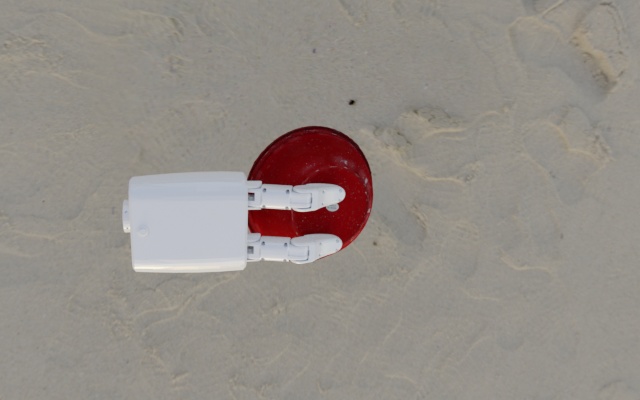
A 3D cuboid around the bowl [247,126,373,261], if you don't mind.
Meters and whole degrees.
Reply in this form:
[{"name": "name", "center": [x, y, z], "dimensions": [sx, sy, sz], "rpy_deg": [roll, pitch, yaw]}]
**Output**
[{"name": "bowl", "center": [0.001, 0.001, 0.527], "dimensions": [0.162, 0.162, 0.055], "rpy_deg": [0, 15, -26]}]
